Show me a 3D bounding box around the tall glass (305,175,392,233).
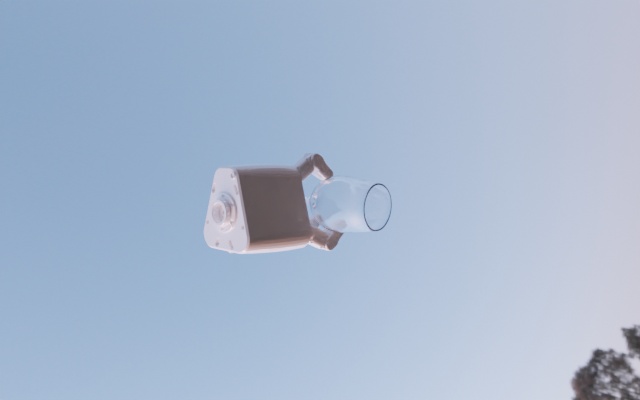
[{"bbox_3d":[0.000,0.002,0.675,0.201,0.079,0.079,5,3,42],"label":"tall glass"}]
